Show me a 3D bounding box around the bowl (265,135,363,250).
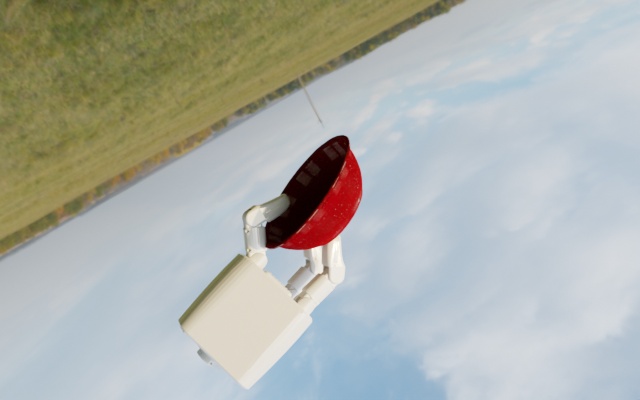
[{"bbox_3d":[0.001,0.001,0.572,0.055,0.162,0.162,35,-13,-19],"label":"bowl"}]
